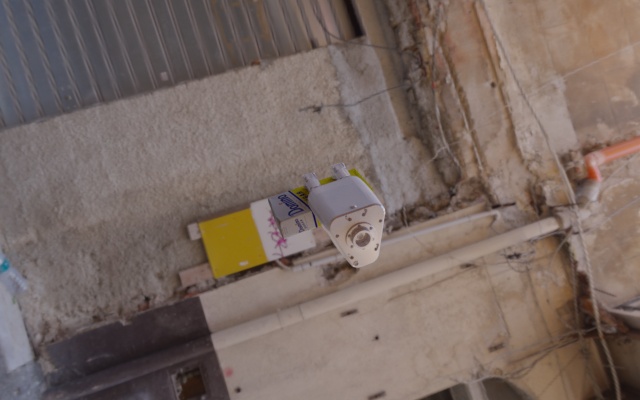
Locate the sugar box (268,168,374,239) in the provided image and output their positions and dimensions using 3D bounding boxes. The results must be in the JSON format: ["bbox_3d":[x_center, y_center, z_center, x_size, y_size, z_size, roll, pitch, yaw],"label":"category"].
[{"bbox_3d":[0.000,0.002,0.863,0.176,0.048,0.093,-18,32,-10],"label":"sugar box"}]
